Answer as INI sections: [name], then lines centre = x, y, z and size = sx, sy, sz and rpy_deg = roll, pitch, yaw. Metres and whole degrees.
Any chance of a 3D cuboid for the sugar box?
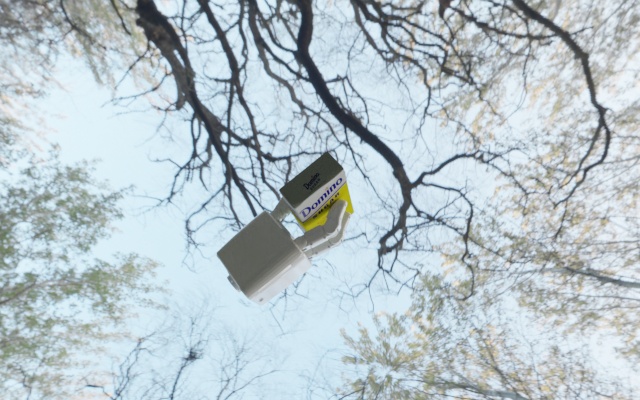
[sugar box]
centre = 0.000, 0.003, 0.748
size = 0.093, 0.048, 0.176
rpy_deg = -39, -20, -7
